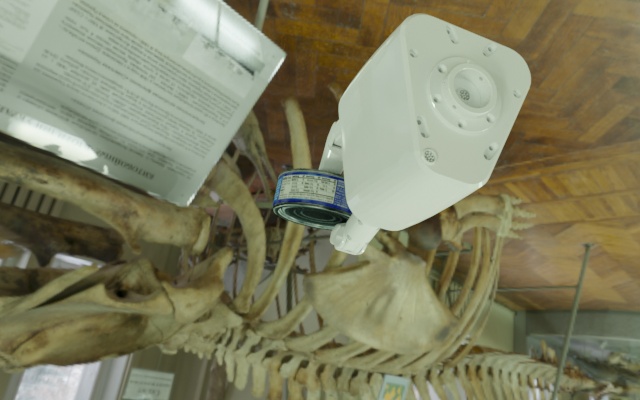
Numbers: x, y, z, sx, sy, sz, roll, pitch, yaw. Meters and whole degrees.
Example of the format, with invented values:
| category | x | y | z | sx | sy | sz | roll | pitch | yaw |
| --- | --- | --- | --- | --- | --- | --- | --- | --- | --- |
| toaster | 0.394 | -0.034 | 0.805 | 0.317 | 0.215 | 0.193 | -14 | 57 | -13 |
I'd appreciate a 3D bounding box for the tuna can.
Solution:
| category | x | y | z | sx | sy | sz | roll | pitch | yaw |
| --- | --- | --- | --- | --- | --- | --- | --- | --- | --- |
| tuna can | 0.000 | 0.002 | 0.440 | 0.086 | 0.033 | 0.086 | 10 | -15 | 3 |
